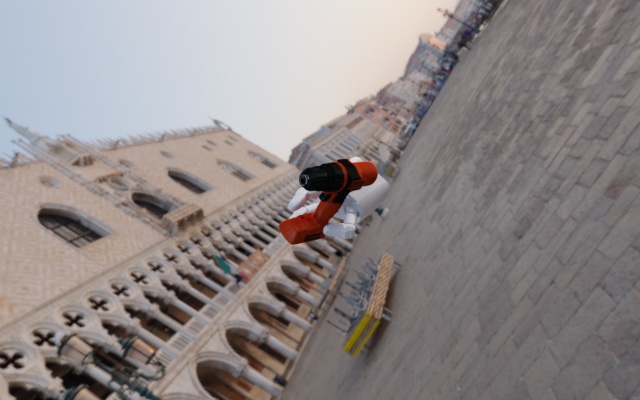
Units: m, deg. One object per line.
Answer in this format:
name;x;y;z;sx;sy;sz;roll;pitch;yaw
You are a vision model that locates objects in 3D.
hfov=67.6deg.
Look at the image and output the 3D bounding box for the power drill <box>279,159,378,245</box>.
power drill;0.000;0.003;0.870;0.184;0.057;0.188;-7;-35;-46
